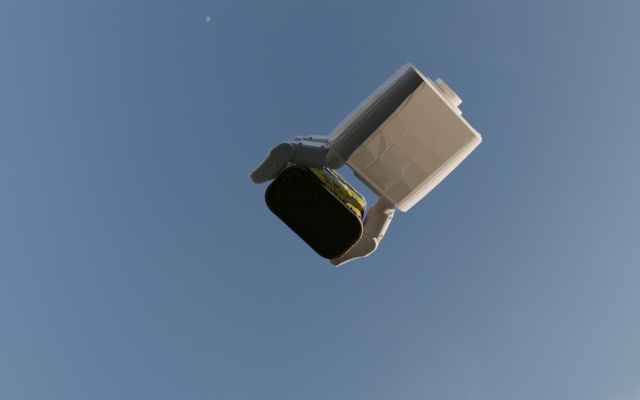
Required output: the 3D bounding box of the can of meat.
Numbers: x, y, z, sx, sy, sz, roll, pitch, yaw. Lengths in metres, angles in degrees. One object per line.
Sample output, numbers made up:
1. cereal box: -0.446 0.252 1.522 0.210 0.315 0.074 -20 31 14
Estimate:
1. can of meat: 0.000 0.002 0.508 0.102 0.057 0.084 42 19 -3
